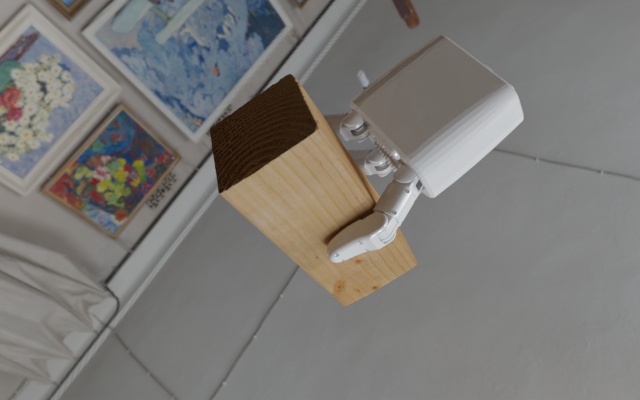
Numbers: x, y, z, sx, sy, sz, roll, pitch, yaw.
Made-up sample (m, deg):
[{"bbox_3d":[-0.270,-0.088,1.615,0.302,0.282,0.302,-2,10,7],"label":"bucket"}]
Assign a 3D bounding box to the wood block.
[{"bbox_3d":[0.001,0.002,0.441,0.090,0.090,0.206,-32,-47,10],"label":"wood block"}]
